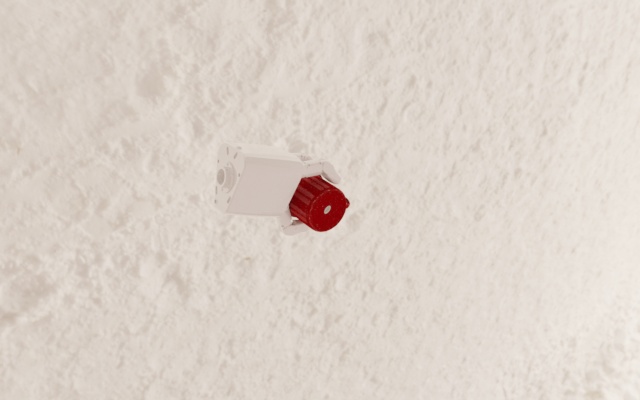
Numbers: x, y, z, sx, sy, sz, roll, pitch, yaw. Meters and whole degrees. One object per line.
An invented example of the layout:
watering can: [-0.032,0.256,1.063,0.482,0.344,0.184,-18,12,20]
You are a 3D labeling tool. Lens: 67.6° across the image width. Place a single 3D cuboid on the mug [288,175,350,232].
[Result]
mug: [0.001,0.003,0.826,0.117,0.093,0.081,1,22,-38]
